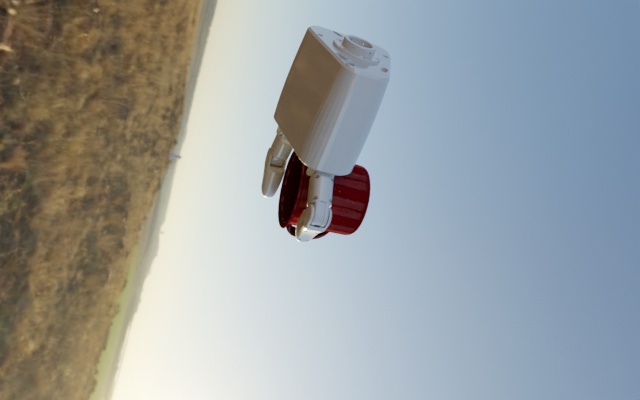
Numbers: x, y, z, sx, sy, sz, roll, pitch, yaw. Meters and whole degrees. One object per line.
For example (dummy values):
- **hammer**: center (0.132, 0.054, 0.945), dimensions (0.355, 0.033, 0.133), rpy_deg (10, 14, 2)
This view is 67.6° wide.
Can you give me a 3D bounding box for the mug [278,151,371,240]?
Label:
- **mug**: center (0.000, 0.003, 0.542), dimensions (0.081, 0.117, 0.093), rpy_deg (12, 36, -16)
